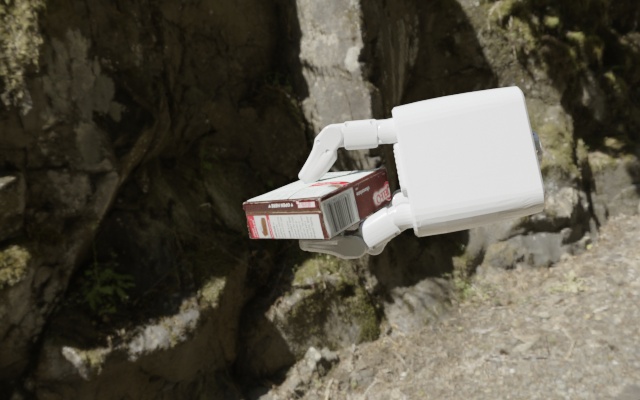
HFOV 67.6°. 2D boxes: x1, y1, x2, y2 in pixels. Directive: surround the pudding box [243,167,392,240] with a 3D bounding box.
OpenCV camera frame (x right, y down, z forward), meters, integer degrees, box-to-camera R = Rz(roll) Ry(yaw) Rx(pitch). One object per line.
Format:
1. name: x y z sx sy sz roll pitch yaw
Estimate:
1. pudding box: 0.000 0.001 0.439 0.090 0.039 0.113 -4 12 37
